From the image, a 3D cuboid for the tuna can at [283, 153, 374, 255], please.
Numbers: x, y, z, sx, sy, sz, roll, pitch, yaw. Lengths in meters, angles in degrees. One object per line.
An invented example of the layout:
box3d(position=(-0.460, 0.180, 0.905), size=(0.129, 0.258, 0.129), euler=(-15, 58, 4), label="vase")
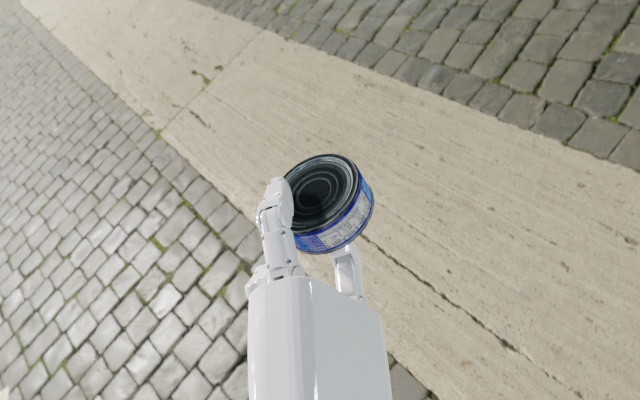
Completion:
box3d(position=(0.000, 0.001, 0.407), size=(0.086, 0.086, 0.034), euler=(0, -36, 32), label="tuna can")
